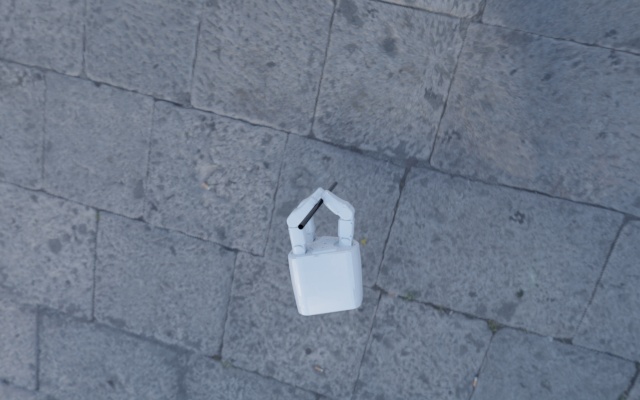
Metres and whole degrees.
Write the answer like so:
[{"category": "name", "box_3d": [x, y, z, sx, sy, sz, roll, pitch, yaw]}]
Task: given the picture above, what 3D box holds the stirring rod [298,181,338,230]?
[{"category": "stirring rod", "box_3d": [0.000, 0.002, 0.751, 0.011, 0.011, 0.239, 0, 16, 13]}]
